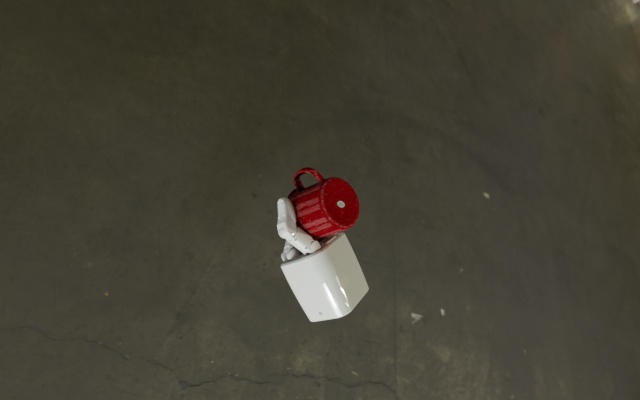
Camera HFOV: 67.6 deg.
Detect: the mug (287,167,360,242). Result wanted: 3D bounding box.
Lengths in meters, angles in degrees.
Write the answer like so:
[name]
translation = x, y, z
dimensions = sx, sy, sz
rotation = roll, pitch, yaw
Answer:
[mug]
translation = 0.000, 0.001, 0.732
dimensions = 0.081, 0.117, 0.093
rotation = -22, 6, 46
